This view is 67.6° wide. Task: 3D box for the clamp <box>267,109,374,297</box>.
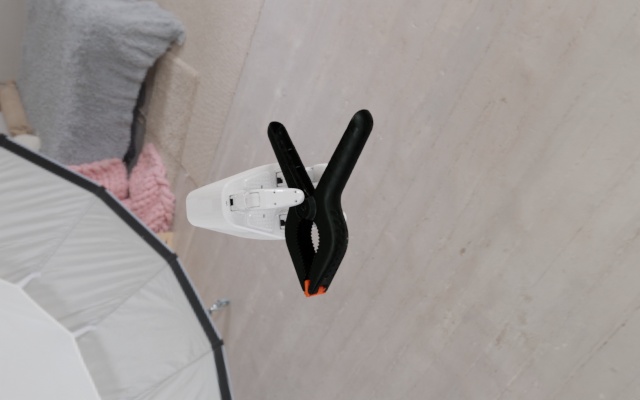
[{"bbox_3d":[-0.001,0.002,0.528,0.036,0.210,0.164,-3,-2,-40],"label":"clamp"}]
